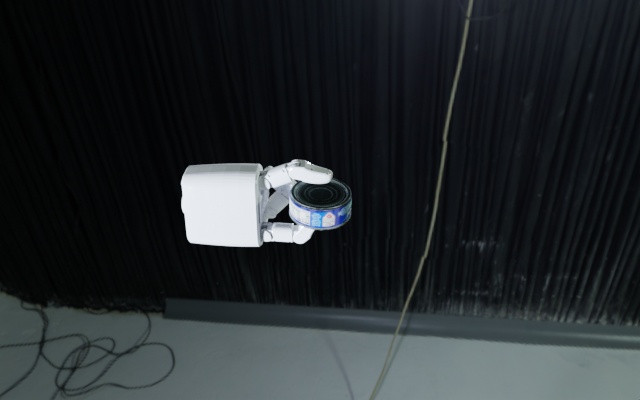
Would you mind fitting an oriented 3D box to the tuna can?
[{"bbox_3d":[0.000,0.002,0.650,0.086,0.034,0.086,2,33,-1],"label":"tuna can"}]
